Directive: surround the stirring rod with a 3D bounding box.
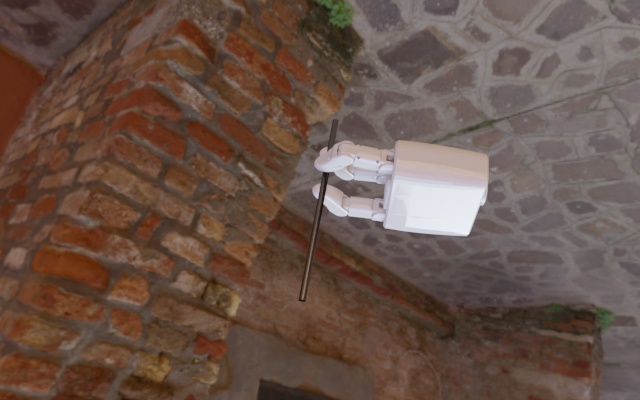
[{"bbox_3d":[0.000,0.002,0.564,0.011,0.239,0.011,8,-27,4],"label":"stirring rod"}]
